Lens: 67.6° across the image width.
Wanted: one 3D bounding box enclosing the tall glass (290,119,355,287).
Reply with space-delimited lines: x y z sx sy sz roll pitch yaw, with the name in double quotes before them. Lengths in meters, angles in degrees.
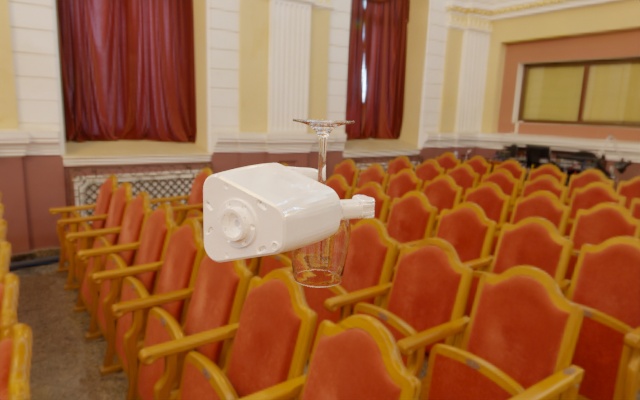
"tall glass" 0.000 0.001 0.588 0.079 0.201 0.079 2 10 0
